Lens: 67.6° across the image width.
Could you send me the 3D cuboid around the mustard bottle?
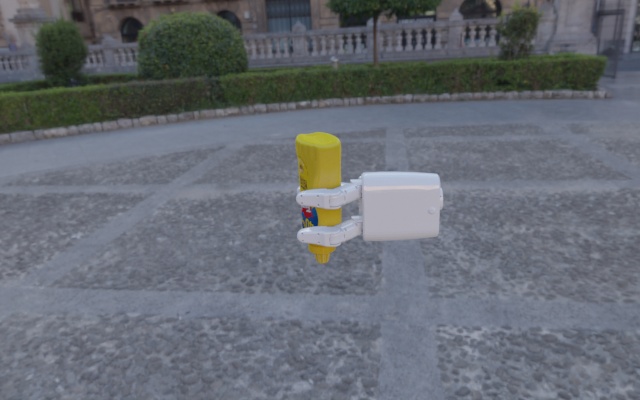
[{"bbox_3d":[0.000,0.002,0.696,0.058,0.192,0.096,-10,21,-18],"label":"mustard bottle"}]
